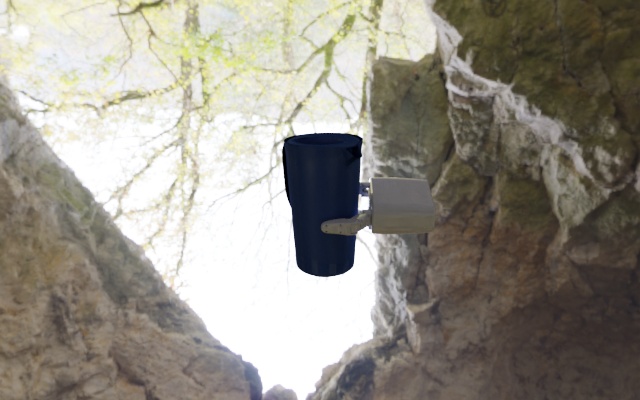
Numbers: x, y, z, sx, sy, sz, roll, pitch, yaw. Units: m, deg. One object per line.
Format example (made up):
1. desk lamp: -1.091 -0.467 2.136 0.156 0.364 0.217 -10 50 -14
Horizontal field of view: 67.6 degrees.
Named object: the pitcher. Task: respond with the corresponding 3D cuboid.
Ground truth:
1. pitcher: 0.000 0.003 0.841 0.145 0.243 0.149 0 18 2
